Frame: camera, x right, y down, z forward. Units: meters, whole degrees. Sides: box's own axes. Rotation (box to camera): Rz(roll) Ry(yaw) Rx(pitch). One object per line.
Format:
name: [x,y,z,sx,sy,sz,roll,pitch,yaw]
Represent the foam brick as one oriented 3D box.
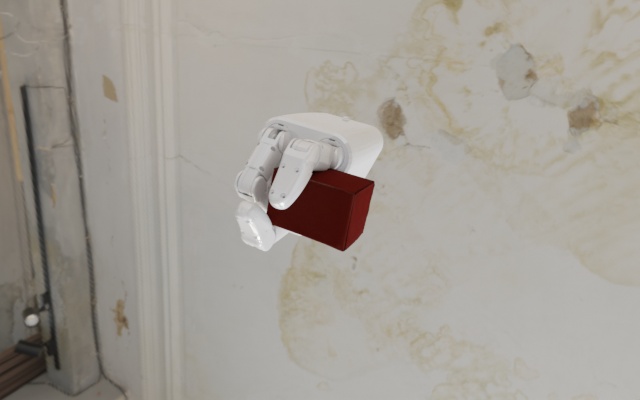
foam brick: [0.000,0.002,0.415,0.078,0.053,0.051,19,21,21]
